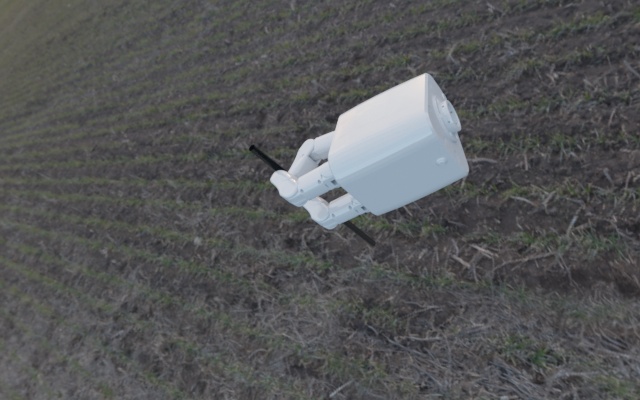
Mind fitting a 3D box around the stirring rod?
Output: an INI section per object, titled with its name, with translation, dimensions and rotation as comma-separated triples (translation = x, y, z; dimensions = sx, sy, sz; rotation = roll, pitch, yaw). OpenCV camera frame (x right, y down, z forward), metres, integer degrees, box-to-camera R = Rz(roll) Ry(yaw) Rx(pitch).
[stirring rod]
translation = 0.000, 0.002, 0.579
dimensions = 0.011, 0.011, 0.240
rotation = 0, -28, 43
